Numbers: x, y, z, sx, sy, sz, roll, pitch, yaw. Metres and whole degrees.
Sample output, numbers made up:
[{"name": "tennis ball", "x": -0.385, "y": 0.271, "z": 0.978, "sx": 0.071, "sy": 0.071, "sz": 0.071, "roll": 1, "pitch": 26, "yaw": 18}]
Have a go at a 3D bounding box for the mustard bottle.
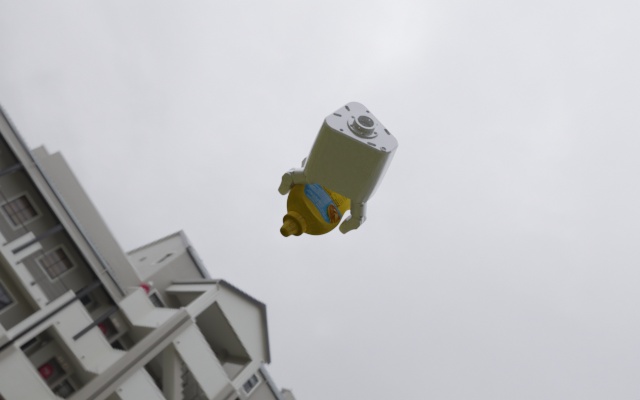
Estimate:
[{"name": "mustard bottle", "x": 0.000, "y": 0.003, "z": 0.790, "sx": 0.191, "sy": 0.096, "sz": 0.058, "roll": -40, "pitch": 6, "yaw": -41}]
